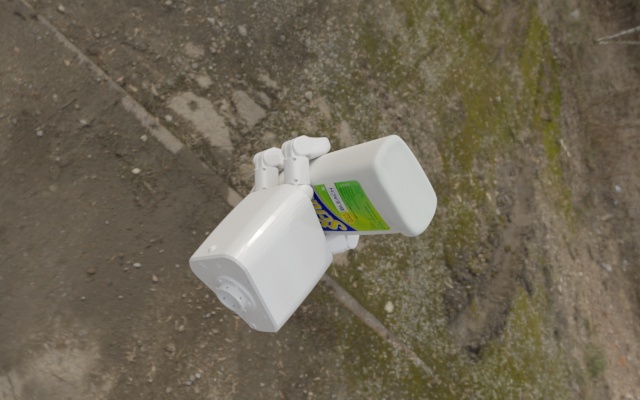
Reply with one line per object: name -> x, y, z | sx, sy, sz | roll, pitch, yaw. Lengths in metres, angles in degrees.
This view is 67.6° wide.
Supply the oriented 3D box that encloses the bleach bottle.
bleach bottle -> 0.000, 0.002, 0.551 | 0.251, 0.102, 0.068 | -13, 29, 46
